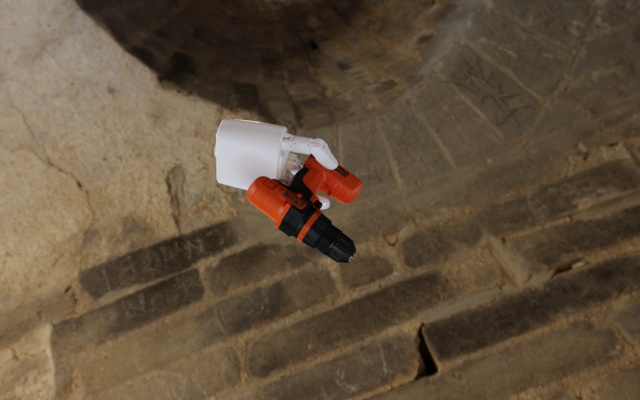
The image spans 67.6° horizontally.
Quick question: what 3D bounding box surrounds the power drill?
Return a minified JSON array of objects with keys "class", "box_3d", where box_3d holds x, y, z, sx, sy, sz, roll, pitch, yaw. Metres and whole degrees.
[{"class":"power drill","box_3d":[0.000,0.002,0.751,0.184,0.057,0.187,37,32,6]}]
